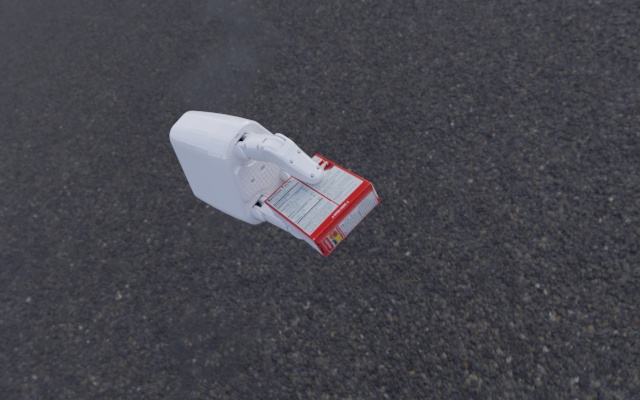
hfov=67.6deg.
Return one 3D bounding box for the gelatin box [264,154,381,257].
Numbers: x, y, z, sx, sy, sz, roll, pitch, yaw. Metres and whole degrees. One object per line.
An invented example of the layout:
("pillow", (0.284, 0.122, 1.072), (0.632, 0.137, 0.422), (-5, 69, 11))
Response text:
("gelatin box", (0.000, 0.001, 0.449), (0.089, 0.073, 0.030), (33, -17, 47))
